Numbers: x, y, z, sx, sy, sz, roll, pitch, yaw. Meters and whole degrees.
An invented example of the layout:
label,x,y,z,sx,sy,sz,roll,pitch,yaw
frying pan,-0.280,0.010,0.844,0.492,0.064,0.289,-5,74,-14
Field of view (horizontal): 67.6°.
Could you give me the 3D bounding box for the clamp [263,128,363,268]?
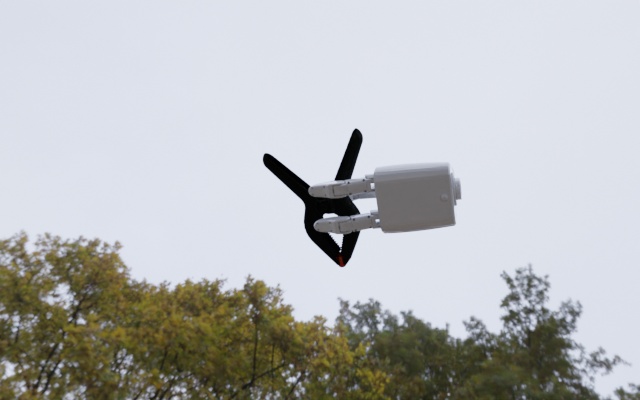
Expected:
label,x,y,z,sx,sy,sz,roll,pitch,yaw
clamp,0.001,0.003,0.740,0.164,0.210,0.036,-5,14,22
